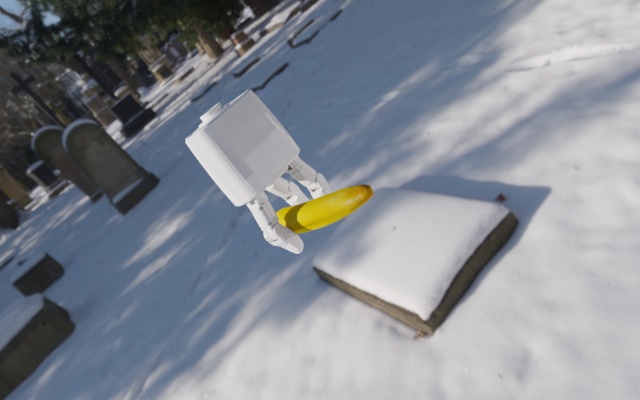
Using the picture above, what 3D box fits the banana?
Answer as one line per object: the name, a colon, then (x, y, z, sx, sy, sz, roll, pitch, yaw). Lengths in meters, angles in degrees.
banana: (-0.013, 0.014, 0.634, 0.069, 0.037, 0.198, -46, 18, -31)
